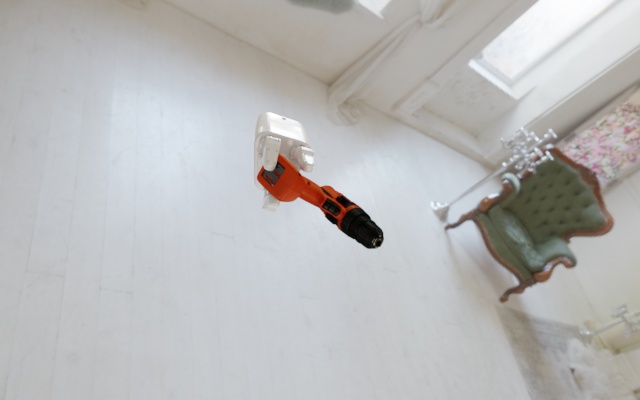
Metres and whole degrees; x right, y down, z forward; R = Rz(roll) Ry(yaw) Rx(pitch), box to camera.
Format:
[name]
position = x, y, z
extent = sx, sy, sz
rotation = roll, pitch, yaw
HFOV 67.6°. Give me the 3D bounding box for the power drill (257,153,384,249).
[power drill]
position = 0.000, 0.002, 0.767
extent = 0.188, 0.057, 0.184
rotation = 31, 5, -39
